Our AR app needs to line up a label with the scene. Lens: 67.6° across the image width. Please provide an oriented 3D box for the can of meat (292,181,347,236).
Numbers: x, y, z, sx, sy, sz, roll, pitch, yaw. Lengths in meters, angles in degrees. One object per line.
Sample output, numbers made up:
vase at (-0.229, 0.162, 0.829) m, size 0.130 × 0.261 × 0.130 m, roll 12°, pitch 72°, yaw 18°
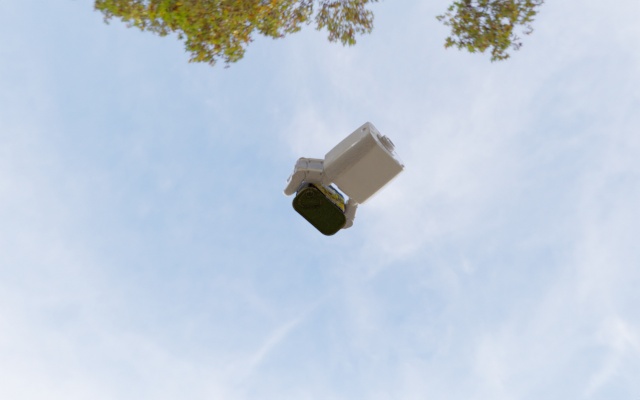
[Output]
can of meat at (0.000, 0.003, 0.878) m, size 0.057 × 0.102 × 0.084 m, roll -43°, pitch 17°, yaw 21°
